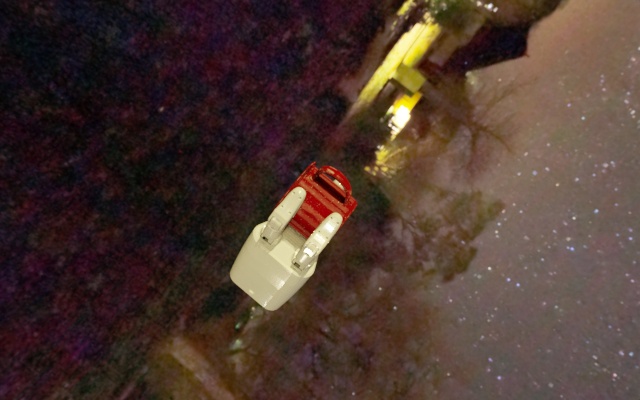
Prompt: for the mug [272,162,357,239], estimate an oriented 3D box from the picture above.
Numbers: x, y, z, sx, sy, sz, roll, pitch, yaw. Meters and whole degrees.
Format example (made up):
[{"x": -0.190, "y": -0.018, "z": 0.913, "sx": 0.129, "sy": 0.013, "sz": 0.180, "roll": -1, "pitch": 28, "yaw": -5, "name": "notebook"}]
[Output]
[{"x": 0.001, "y": 0.001, "z": 0.632, "sx": 0.117, "sy": 0.081, "sz": 0.093, "roll": -52, "pitch": -1, "yaw": 41, "name": "mug"}]
